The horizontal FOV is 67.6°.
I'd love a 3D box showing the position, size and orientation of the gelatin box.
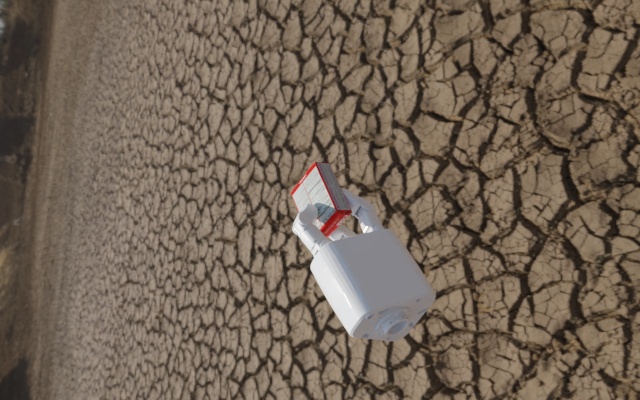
[{"bbox_3d":[0.000,0.002,0.669,0.030,0.089,0.073,0,-36,-38],"label":"gelatin box"}]
